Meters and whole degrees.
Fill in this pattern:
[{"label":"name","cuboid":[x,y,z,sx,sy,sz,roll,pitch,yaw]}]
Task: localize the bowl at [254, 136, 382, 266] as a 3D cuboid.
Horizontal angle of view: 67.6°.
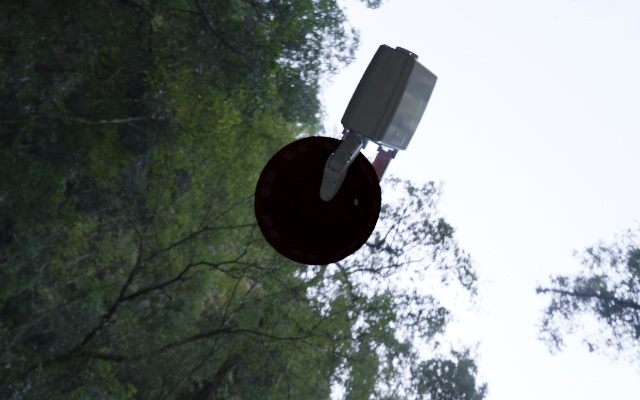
[{"label":"bowl","cuboid":[-0.001,0.003,0.612,0.162,0.162,0.055,0,-7,13]}]
